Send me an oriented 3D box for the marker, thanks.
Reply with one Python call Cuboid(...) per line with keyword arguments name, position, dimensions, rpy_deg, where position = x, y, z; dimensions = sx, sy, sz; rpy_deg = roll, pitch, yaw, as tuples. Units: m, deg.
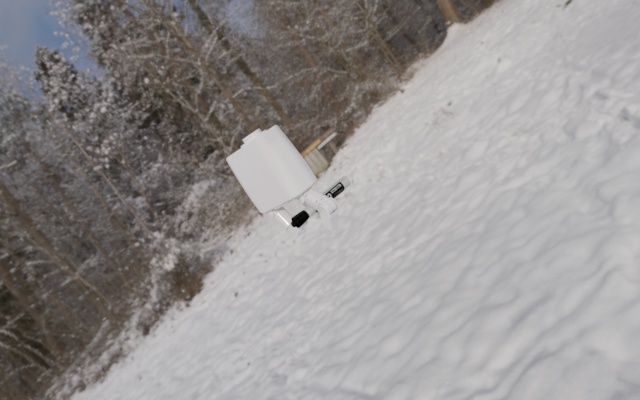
Cuboid(name="marker", position=(0.000, 0.002, 0.732), dimensions=(0.121, 0.020, 0.020), rpy_deg=(-39, 21, -27))
